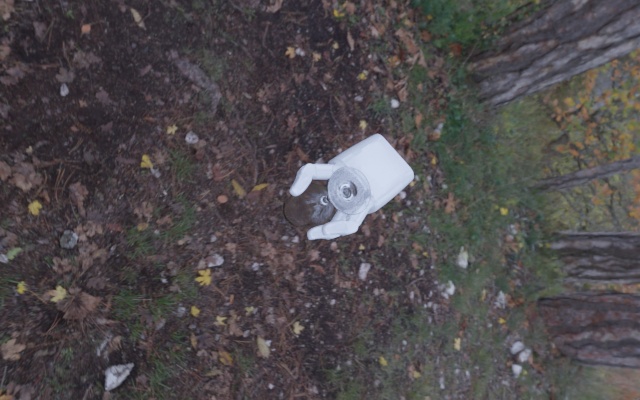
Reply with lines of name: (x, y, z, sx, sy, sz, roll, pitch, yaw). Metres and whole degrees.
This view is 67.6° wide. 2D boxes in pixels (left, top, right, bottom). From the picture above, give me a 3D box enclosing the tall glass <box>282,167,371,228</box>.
tall glass: (0.000, 0.003, 0.802, 0.079, 0.079, 0.201, 0, -10, -27)
